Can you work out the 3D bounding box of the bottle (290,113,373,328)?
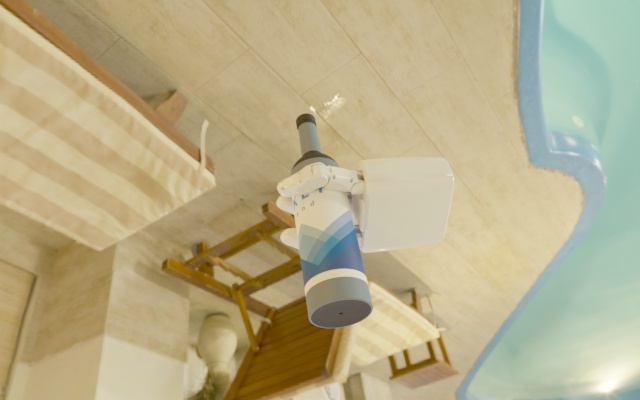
[{"bbox_3d":[0.000,0.002,0.574,0.069,0.295,0.069,-6,-39,-5],"label":"bottle"}]
